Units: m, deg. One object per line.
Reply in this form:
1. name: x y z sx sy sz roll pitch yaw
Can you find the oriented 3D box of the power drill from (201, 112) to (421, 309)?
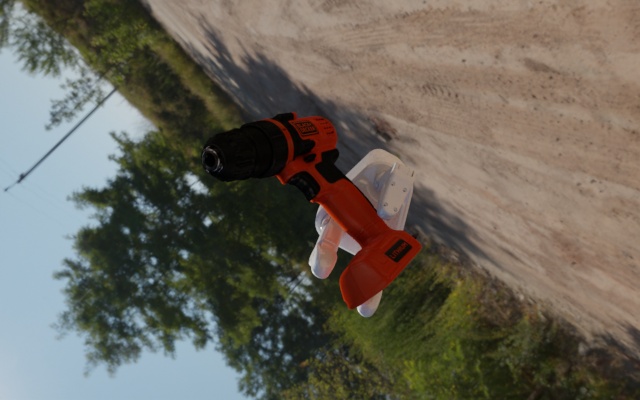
1. power drill: 0.000 0.002 0.436 0.057 0.187 0.184 -41 -9 33
